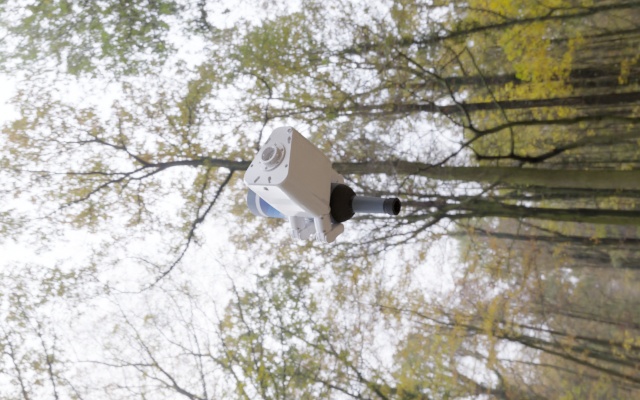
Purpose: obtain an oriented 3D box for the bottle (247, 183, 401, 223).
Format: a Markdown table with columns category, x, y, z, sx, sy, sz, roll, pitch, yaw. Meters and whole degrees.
| category | x | y | z | sx | sy | sz | roll | pitch | yaw |
| --- | --- | --- | --- | --- | --- | --- | --- | --- | --- |
| bottle | 0.000 | 0.003 | 0.814 | 0.295 | 0.069 | 0.069 | 3 | 2 | 38 |
